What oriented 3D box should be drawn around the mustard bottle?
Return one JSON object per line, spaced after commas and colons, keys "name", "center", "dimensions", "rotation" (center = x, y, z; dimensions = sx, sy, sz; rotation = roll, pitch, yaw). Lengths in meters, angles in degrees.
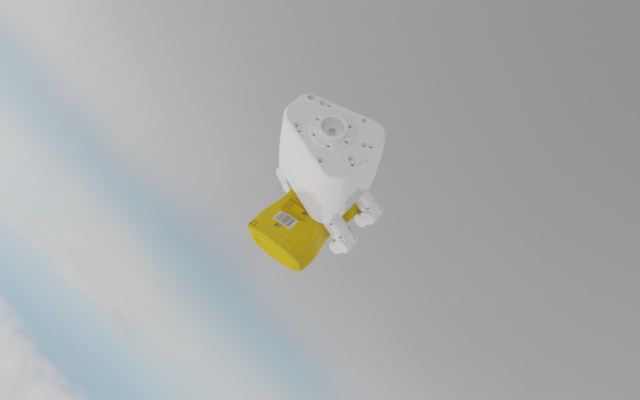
{"name": "mustard bottle", "center": [0.000, 0.002, 0.644], "dimensions": [0.096, 0.058, 0.191], "rotation": [29, 62, 35]}
